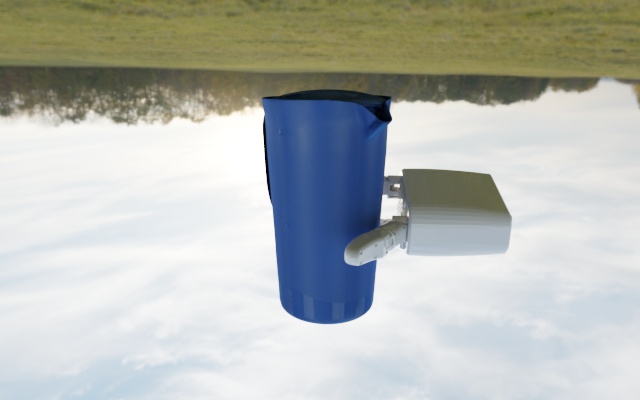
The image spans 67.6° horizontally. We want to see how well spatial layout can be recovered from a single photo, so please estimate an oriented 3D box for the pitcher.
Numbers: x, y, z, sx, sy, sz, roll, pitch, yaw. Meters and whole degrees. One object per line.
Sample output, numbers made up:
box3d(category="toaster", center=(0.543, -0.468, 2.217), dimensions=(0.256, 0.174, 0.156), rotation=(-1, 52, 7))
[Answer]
box3d(category="pitcher", center=(0.000, 0.002, 0.527), dimensions=(0.145, 0.243, 0.149), rotation=(1, 15, 2))
